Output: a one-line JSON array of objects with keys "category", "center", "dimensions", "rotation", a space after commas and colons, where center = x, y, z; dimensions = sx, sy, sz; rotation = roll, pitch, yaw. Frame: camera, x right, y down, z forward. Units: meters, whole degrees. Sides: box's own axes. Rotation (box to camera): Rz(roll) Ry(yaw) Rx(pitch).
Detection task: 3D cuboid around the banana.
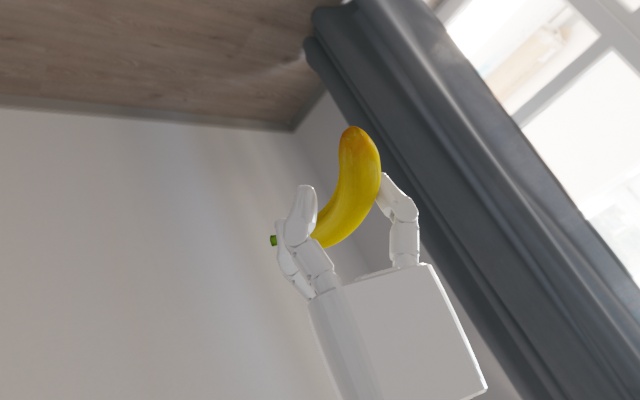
[{"category": "banana", "center": [0.015, 0.003, 0.445], "dimensions": [0.069, 0.037, 0.198], "rotation": [-1, -31, -28]}]
